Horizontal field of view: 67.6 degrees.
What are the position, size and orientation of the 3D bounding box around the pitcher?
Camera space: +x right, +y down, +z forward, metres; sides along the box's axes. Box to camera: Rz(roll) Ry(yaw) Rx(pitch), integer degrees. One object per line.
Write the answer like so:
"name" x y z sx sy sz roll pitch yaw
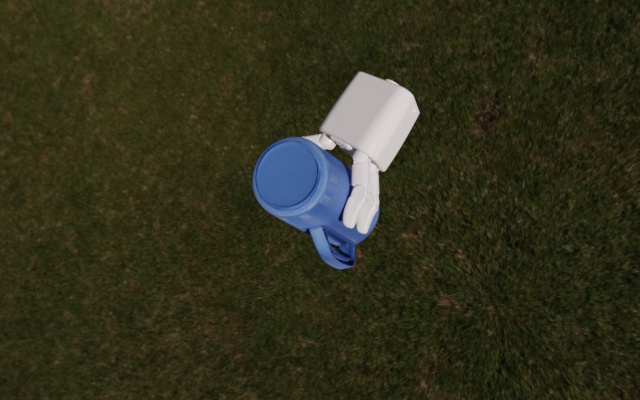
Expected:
"pitcher" 0.000 0.002 0.713 0.149 0.145 0.243 34 1 23
